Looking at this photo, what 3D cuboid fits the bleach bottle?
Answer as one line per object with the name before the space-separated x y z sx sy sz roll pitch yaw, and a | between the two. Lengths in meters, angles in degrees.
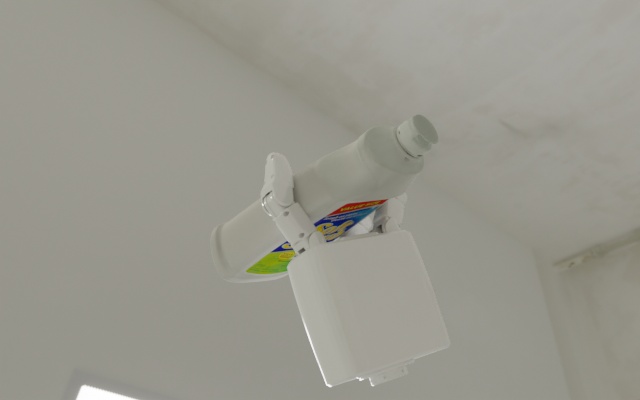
bleach bottle | 0.000 0.001 0.450 0.102 0.068 0.251 4 -31 -42
